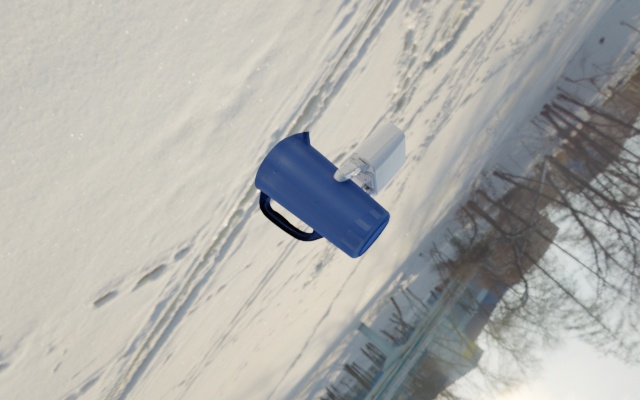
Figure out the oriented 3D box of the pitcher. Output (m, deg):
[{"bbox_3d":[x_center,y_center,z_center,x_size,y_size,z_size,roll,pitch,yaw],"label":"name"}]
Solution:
[{"bbox_3d":[0.000,0.003,0.894,0.243,0.145,0.149,39,-24,14],"label":"pitcher"}]
